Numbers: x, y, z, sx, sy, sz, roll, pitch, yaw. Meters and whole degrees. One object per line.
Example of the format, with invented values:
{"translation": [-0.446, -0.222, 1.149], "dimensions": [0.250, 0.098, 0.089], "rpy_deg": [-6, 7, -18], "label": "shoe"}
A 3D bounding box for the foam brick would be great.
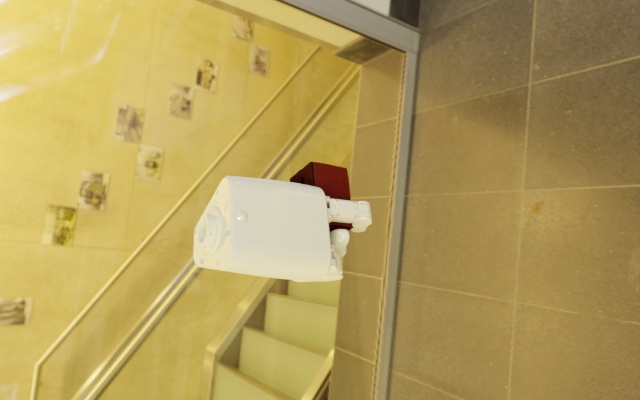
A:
{"translation": [0.000, 0.002, 0.555], "dimensions": [0.051, 0.078, 0.053], "rpy_deg": [9, -25, -31], "label": "foam brick"}
